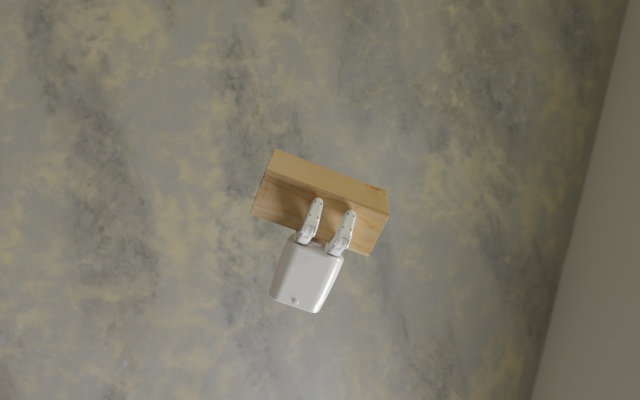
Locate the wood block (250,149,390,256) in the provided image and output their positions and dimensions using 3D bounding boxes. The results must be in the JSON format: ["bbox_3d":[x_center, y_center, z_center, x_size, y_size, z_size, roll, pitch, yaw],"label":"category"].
[{"bbox_3d":[0.000,0.003,0.794,0.206,0.090,0.090,20,26,-7],"label":"wood block"}]
